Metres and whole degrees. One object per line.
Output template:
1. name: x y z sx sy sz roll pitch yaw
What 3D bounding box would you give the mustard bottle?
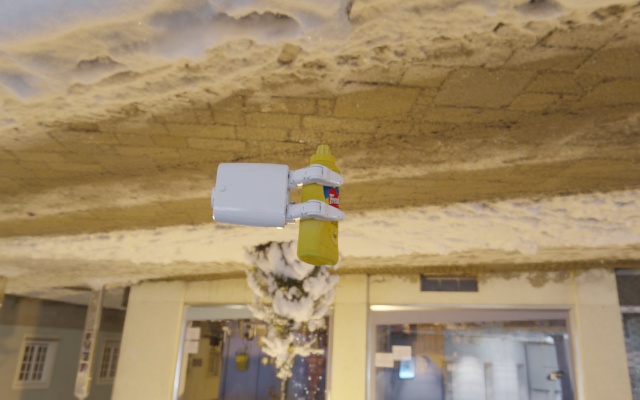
1. mustard bottle: 0.000 0.003 0.756 0.058 0.191 0.096 -4 -18 21
